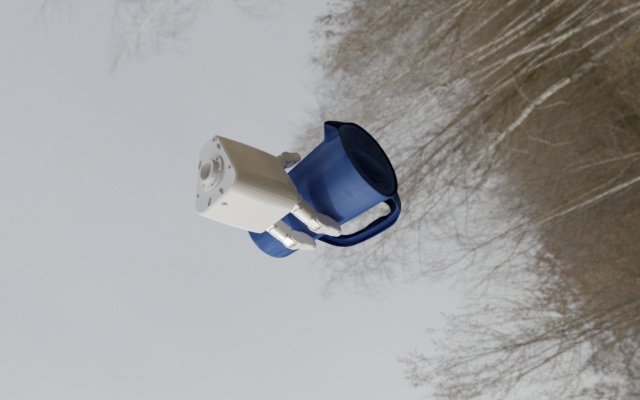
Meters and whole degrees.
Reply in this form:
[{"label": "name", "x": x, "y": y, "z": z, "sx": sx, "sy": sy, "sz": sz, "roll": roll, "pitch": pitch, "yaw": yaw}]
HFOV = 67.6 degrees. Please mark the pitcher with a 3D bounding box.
[{"label": "pitcher", "x": 0.000, "y": 0.002, "z": 0.767, "sx": 0.243, "sy": 0.149, "sz": 0.145, "roll": -36, "pitch": -34, "yaw": 30}]
